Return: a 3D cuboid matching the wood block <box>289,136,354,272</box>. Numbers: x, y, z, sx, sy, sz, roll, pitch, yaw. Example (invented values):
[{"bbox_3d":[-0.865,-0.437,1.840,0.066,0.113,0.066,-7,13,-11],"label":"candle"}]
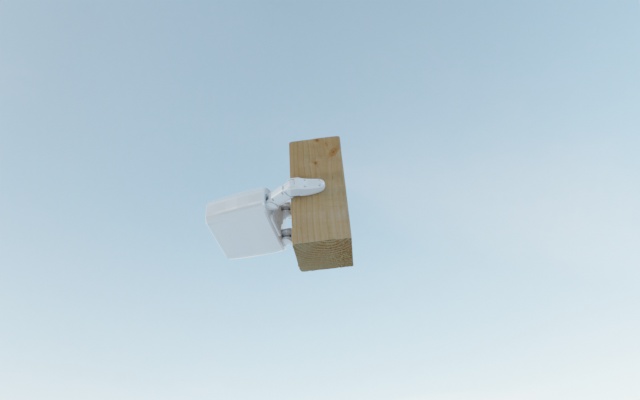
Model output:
[{"bbox_3d":[0.000,0.002,0.793,0.090,0.206,0.091,-7,-36,3],"label":"wood block"}]
